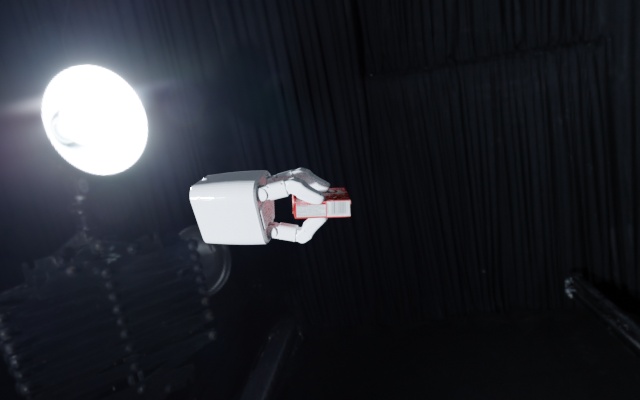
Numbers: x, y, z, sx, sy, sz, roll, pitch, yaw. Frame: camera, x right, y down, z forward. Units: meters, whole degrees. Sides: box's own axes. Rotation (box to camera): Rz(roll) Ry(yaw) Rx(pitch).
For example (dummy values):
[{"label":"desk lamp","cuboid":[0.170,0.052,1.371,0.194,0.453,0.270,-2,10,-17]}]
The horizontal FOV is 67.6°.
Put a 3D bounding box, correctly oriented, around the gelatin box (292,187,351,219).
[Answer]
[{"label":"gelatin box","cuboid":[0.000,0.003,0.752,0.089,0.030,0.073,-2,17,-4]}]
